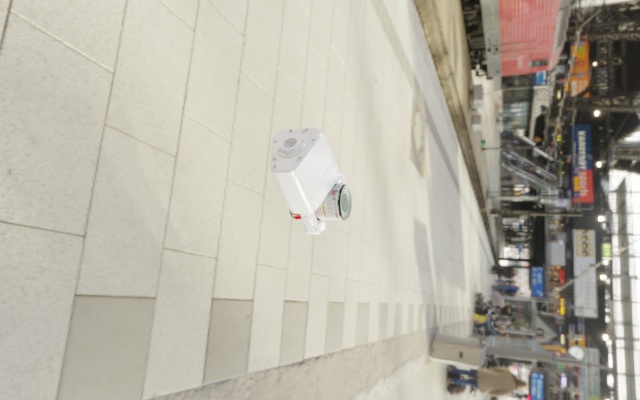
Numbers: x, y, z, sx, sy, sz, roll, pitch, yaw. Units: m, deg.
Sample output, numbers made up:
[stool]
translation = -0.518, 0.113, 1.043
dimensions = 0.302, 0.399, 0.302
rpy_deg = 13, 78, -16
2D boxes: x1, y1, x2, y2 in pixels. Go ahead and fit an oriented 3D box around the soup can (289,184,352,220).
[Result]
[soup can]
translation = 0.001, 0.003, 0.890
dimensions = 0.102, 0.068, 0.068
rpy_deg = 0, 0, 22
